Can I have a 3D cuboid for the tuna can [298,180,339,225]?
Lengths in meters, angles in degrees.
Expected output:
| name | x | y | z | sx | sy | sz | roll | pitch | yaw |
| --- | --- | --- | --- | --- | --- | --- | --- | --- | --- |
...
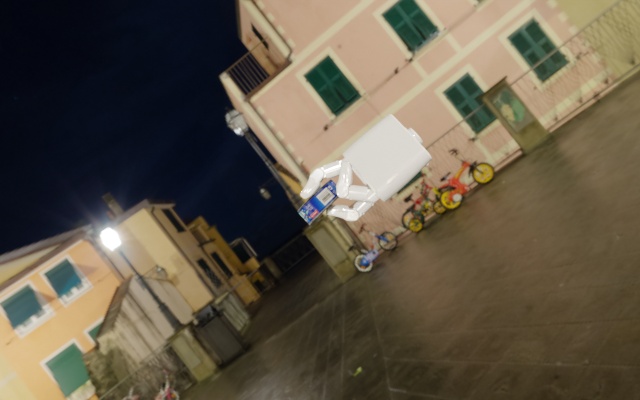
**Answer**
| name | x | y | z | sx | sy | sz | roll | pitch | yaw |
| --- | --- | --- | --- | --- | --- | --- | --- | --- | --- |
| tuna can | 0.000 | 0.002 | 0.849 | 0.086 | 0.034 | 0.086 | -44 | -2 | -2 |
